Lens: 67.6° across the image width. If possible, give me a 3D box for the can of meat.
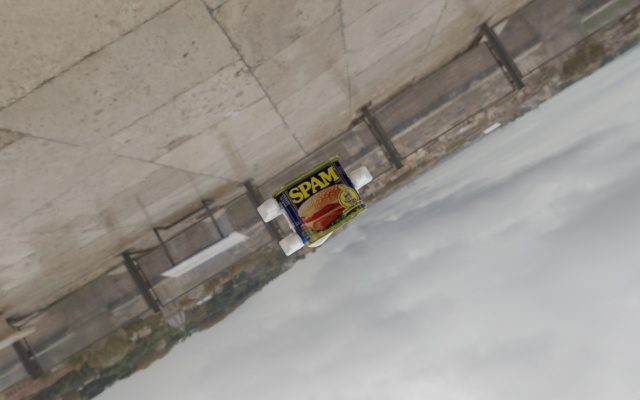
[{"bbox_3d":[0.000,0.002,0.638,0.102,0.084,0.057,-31,-3,-11],"label":"can of meat"}]
